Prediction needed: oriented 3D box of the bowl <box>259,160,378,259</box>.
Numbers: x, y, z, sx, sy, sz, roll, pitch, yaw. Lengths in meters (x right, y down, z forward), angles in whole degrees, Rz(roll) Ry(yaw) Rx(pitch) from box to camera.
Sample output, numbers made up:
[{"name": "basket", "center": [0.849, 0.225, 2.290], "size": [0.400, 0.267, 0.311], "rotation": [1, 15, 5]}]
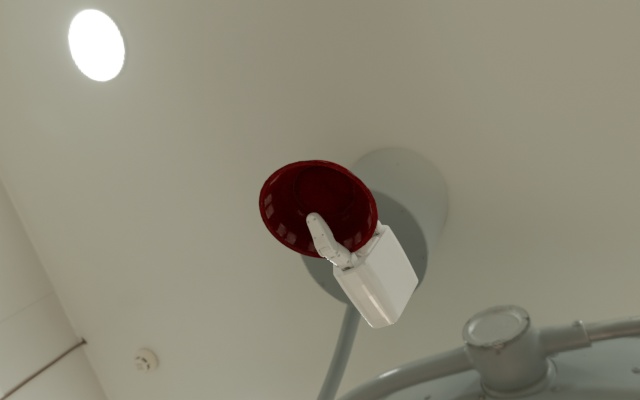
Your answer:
[{"name": "bowl", "center": [0.000, 0.001, 0.654], "size": [0.162, 0.162, 0.055], "rotation": [0, 36, 13]}]
